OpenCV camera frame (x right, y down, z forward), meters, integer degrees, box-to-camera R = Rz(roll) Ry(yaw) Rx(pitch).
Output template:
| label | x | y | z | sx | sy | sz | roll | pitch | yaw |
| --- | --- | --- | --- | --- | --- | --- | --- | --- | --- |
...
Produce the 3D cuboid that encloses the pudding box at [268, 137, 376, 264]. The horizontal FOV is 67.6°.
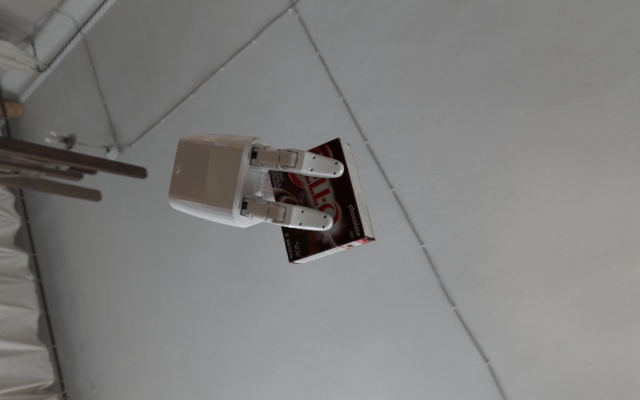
| label | x | y | z | sx | sy | sz | roll | pitch | yaw |
| --- | --- | --- | --- | --- | --- | --- | --- | --- | --- |
| pudding box | 0.000 | 0.002 | 0.507 | 0.090 | 0.113 | 0.039 | -21 | -15 | 23 |
